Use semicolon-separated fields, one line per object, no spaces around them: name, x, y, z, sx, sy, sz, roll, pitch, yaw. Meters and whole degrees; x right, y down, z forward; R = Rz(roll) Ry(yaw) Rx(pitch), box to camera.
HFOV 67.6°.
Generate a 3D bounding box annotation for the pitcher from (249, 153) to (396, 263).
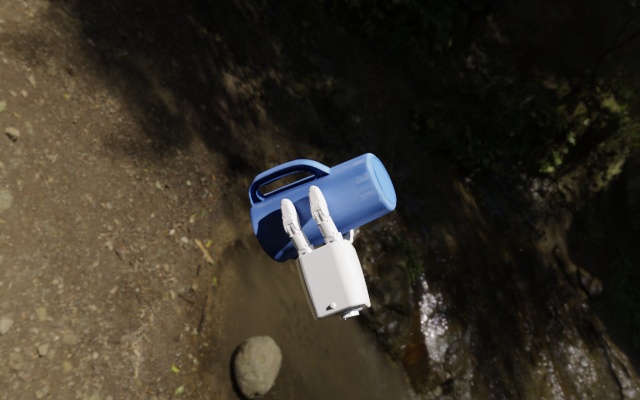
pitcher;0.000;0.003;0.852;0.243;0.145;0.149;-24;-20;20
